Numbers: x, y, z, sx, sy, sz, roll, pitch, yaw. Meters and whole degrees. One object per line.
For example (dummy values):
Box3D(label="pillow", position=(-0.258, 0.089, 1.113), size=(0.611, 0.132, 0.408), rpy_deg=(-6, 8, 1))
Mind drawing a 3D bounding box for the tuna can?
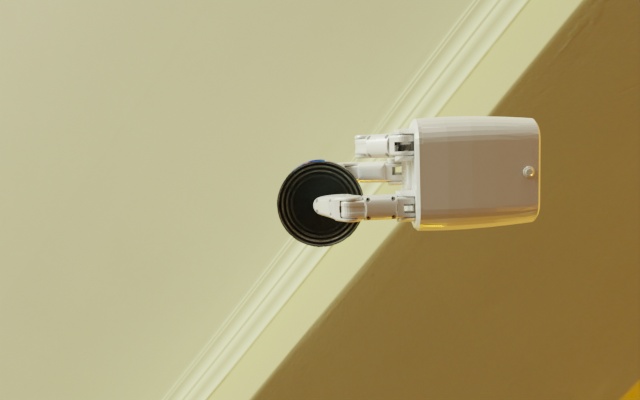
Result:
Box3D(label="tuna can", position=(0.000, 0.001, 0.483), size=(0.086, 0.086, 0.033), rpy_deg=(0, 9, 0))
